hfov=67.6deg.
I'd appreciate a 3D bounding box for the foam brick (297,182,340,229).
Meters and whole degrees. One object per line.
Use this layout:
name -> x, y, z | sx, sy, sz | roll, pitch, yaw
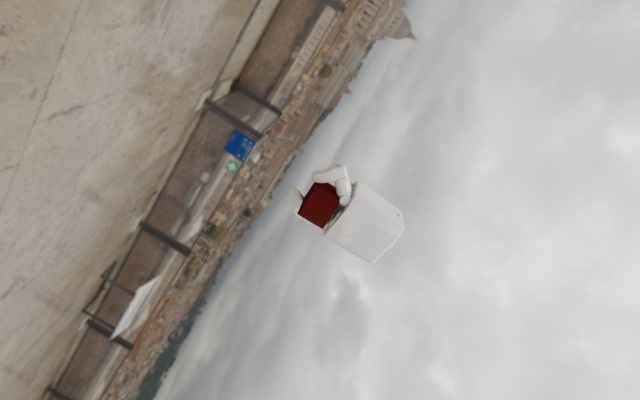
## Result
foam brick -> 0.000, 0.003, 0.817 | 0.051, 0.053, 0.078 | 32, 21, -5
